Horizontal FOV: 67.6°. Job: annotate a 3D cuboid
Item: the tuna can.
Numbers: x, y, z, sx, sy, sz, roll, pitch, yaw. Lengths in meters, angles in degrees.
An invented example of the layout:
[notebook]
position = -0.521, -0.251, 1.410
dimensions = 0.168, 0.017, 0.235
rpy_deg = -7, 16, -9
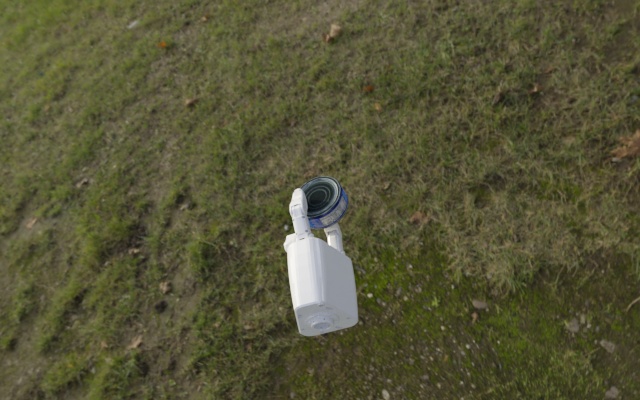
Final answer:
[tuna can]
position = 0.000, 0.002, 0.774
dimensions = 0.086, 0.086, 0.034
rpy_deg = 0, -36, 29
